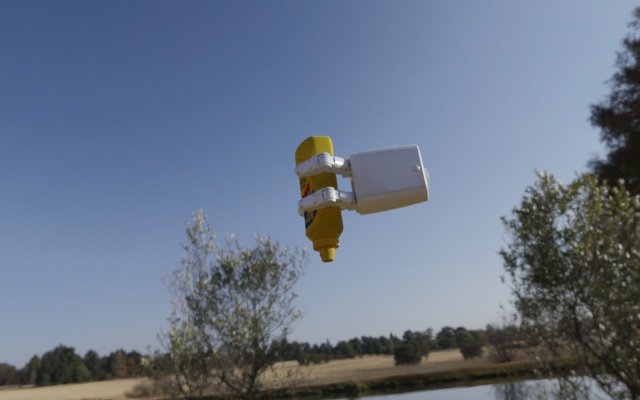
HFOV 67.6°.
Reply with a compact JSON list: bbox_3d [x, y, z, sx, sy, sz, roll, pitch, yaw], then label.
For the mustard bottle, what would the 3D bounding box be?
[{"bbox_3d":[0.000,0.002,0.750,0.058,0.191,0.096,-1,-21,-19],"label":"mustard bottle"}]
